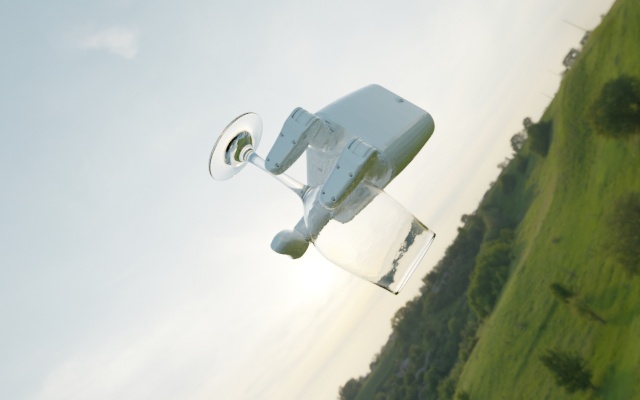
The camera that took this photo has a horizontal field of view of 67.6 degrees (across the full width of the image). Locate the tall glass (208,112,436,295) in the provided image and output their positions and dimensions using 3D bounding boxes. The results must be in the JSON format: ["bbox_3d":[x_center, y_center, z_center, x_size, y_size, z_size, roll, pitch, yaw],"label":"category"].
[{"bbox_3d":[-0.001,0.001,0.425,0.201,0.079,0.079,34,10,16],"label":"tall glass"}]
